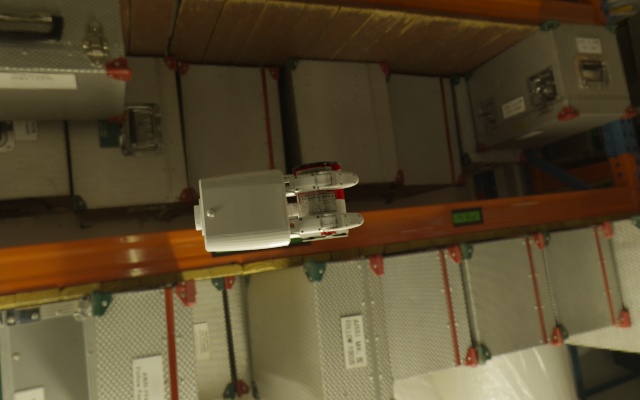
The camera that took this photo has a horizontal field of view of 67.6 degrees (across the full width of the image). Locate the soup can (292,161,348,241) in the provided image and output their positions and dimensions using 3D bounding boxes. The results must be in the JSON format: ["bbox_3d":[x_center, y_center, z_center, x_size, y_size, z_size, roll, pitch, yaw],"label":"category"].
[{"bbox_3d":[0.001,0.002,0.661,0.068,0.102,0.068,-7,-5,-1],"label":"soup can"}]
